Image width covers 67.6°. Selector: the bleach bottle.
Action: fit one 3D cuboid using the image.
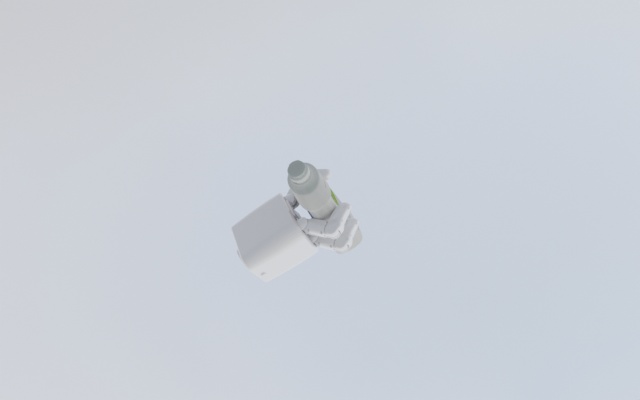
[{"bbox_3d":[0.000,0.003,0.799,0.068,0.102,0.251,-33,-32,2],"label":"bleach bottle"}]
